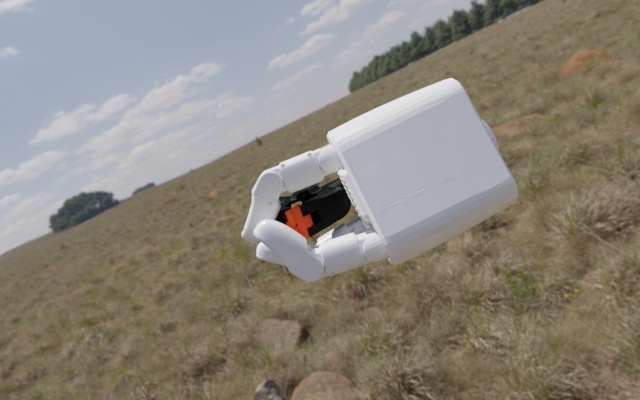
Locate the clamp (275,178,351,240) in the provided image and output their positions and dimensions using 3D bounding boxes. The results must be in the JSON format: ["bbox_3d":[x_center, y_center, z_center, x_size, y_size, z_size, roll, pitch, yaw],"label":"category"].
[{"bbox_3d":[0.000,0.001,0.449,0.120,0.039,0.171,-25,10,1],"label":"clamp"}]
